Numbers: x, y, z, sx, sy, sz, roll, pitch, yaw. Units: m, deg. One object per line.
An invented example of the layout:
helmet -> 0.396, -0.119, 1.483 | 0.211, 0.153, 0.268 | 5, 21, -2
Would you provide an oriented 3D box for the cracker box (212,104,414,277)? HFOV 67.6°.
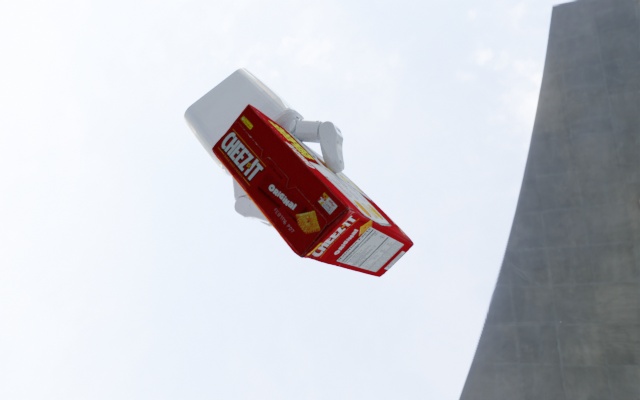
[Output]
cracker box -> 0.000, 0.002, 0.538 | 0.164, 0.072, 0.214 | 47, 10, 28
